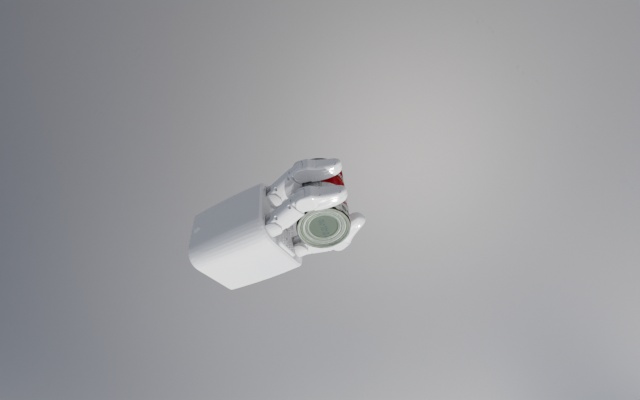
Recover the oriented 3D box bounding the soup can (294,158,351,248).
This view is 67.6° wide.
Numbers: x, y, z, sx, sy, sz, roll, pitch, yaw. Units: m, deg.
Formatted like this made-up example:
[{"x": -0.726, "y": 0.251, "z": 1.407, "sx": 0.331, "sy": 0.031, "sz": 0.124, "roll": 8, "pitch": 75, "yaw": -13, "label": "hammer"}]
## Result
[{"x": 0.001, "y": 0.002, "z": 0.605, "sx": 0.068, "sy": 0.069, "sz": 0.102, "roll": 0, "pitch": 39, "yaw": -5, "label": "soup can"}]
